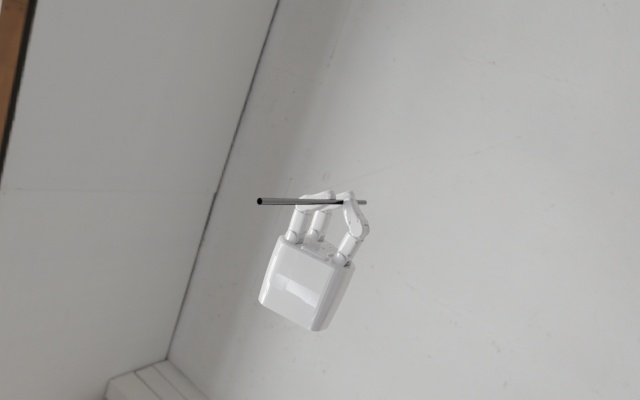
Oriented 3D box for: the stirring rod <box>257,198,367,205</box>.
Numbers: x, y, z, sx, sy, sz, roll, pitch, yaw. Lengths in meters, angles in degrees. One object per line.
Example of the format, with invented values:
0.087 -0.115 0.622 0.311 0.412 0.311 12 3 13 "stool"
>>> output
0.000 0.002 0.620 0.011 0.011 0.239 0 -1 34 "stirring rod"
